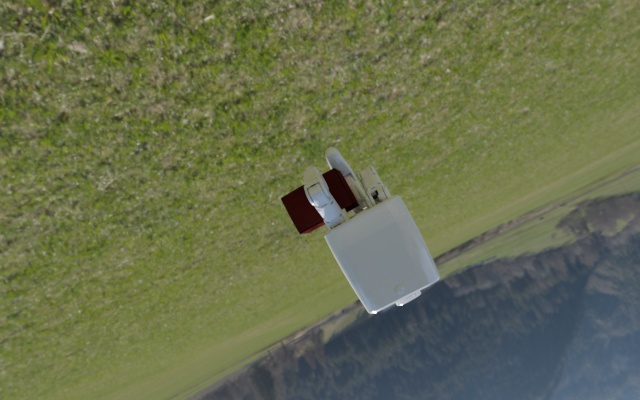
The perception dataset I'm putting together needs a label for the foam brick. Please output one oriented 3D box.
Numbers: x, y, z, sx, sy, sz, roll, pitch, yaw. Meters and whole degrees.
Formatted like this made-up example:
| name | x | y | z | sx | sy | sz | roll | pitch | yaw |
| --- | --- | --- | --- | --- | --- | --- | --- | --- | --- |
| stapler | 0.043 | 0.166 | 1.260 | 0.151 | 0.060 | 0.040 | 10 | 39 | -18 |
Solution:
| name | x | y | z | sx | sy | sz | roll | pitch | yaw |
| --- | --- | --- | --- | --- | --- | --- | --- | --- | --- |
| foam brick | 0.000 | 0.002 | 0.588 | 0.078 | 0.051 | 0.053 | -29 | -6 | 9 |
